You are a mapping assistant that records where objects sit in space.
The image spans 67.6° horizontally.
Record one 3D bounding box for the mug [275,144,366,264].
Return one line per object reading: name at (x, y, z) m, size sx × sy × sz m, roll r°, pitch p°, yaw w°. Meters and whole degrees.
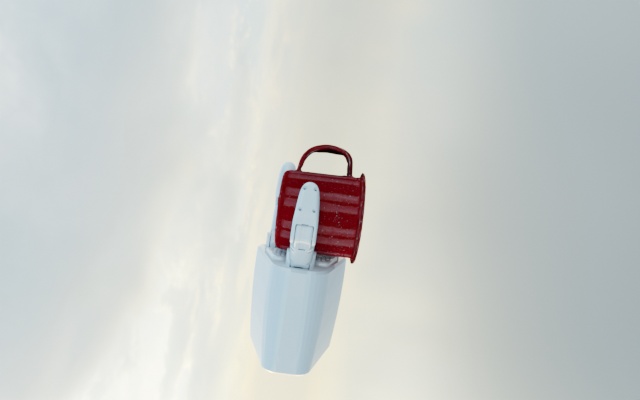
mug at (0.000, 0.000, 0.484) m, size 0.081 × 0.117 × 0.093 m, roll 7°, pitch 6°, yaw -1°
